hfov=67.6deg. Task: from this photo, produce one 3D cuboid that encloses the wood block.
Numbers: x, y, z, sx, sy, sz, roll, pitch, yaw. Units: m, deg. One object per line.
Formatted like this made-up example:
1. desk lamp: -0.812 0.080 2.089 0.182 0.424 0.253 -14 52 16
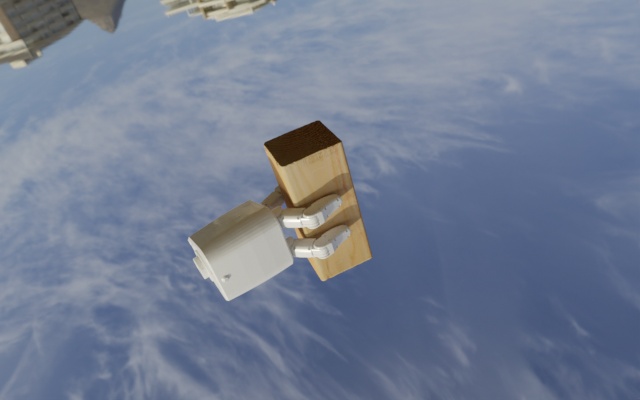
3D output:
1. wood block: 0.000 0.002 0.698 0.090 0.206 0.090 -24 35 -10
